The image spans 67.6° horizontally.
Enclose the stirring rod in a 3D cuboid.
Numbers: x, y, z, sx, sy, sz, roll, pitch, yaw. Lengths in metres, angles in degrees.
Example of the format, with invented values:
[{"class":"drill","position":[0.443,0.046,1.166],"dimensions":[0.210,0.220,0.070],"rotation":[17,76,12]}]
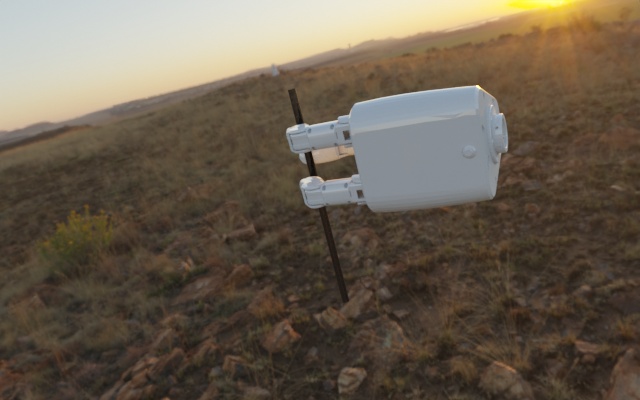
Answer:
[{"class":"stirring rod","position":[0.000,0.002,0.506],"dimensions":[0.011,0.239,0.011],"rotation":[-13,16,4]}]
